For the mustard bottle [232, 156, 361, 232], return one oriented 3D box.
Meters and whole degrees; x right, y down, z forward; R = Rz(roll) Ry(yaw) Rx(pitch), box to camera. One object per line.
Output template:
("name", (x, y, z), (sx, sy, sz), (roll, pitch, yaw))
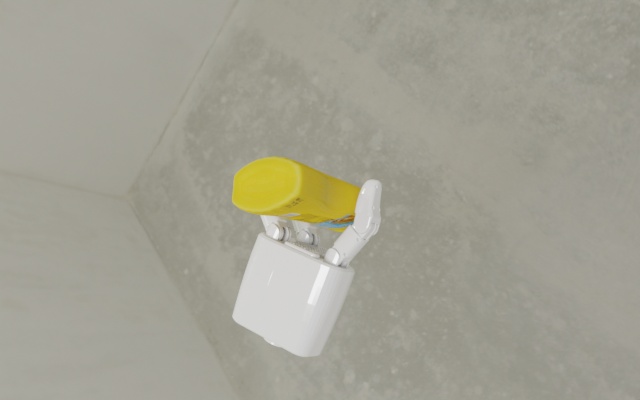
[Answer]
("mustard bottle", (0.000, 0.001, 0.542), (0.096, 0.058, 0.192), (-8, -16, 37))
